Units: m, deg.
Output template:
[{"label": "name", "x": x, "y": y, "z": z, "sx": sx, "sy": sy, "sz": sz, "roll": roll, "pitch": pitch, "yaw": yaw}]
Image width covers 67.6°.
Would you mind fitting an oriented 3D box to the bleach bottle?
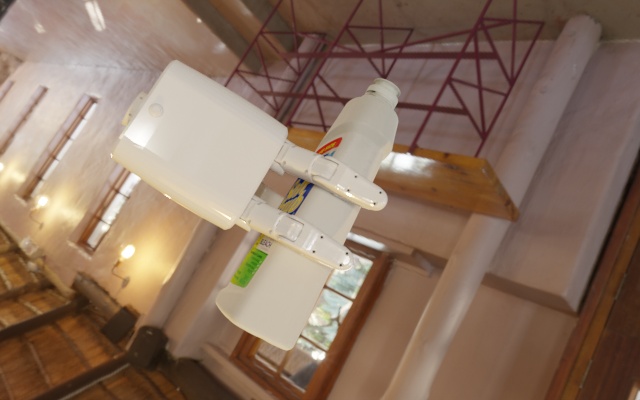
[{"label": "bleach bottle", "x": 0.000, "y": 0.001, "z": 0.433, "sx": 0.068, "sy": 0.250, "sz": 0.102, "roll": 32, "pitch": -12, "yaw": -16}]
